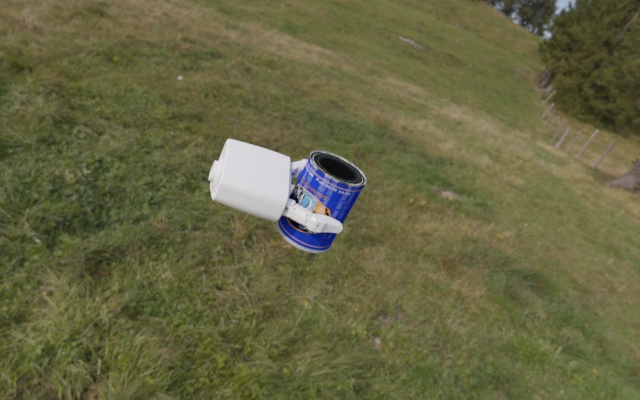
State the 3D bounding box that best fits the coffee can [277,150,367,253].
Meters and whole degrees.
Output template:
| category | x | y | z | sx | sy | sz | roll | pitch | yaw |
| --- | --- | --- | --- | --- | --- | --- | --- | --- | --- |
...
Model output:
| category | x | y | z | sx | sy | sz | roll | pitch | yaw |
| --- | --- | --- | --- | --- | --- | --- | --- | --- | --- |
| coffee can | 0.000 | 0.003 | 0.796 | 0.103 | 0.140 | 0.102 | 22 | 26 | -11 |
